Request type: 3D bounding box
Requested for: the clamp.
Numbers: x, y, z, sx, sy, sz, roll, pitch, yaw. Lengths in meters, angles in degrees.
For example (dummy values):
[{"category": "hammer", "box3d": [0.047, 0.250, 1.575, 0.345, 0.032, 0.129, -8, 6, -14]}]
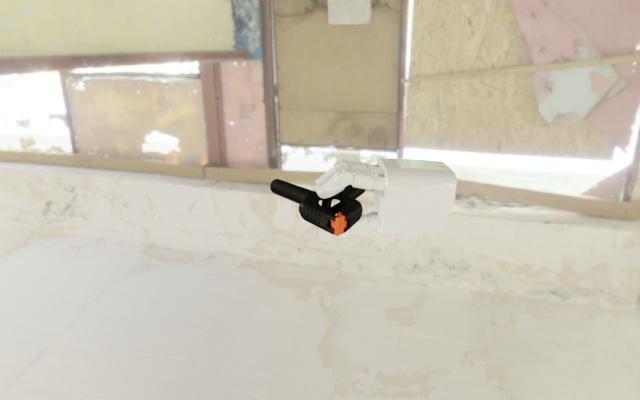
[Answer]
[{"category": "clamp", "box3d": [0.000, 0.003, 0.736, 0.164, 0.036, 0.210, 1, 18, -3]}]
